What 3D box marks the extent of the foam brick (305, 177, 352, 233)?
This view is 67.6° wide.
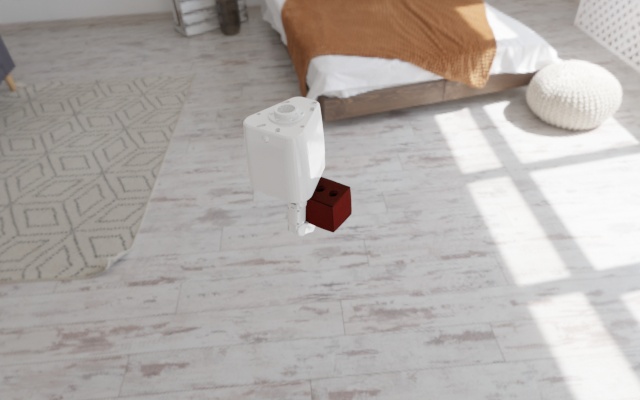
[{"bbox_3d":[0.000,0.002,0.702,0.078,0.051,0.053,20,43,25],"label":"foam brick"}]
